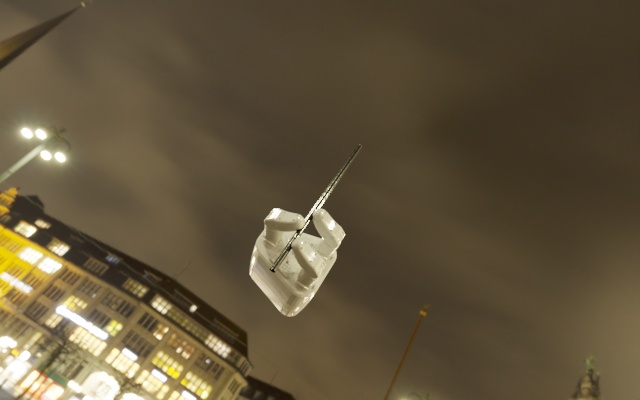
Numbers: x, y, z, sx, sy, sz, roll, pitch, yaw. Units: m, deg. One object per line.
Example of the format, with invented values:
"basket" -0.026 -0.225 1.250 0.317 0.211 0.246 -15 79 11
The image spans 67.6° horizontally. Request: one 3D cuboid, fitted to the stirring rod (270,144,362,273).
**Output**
"stirring rod" 0.000 0.002 0.639 0.011 0.011 0.239 0 43 41
